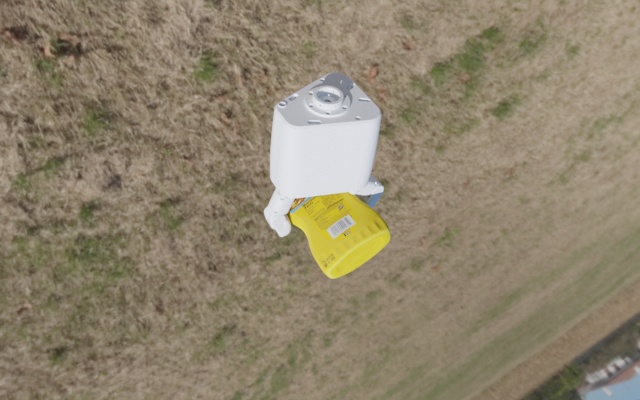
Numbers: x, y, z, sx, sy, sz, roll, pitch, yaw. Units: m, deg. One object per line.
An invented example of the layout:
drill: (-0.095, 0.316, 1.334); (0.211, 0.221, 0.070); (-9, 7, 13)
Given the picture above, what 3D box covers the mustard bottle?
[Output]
mustard bottle: (0.000, 0.002, 0.625); (0.096, 0.191, 0.058); (-35, -32, -3)
